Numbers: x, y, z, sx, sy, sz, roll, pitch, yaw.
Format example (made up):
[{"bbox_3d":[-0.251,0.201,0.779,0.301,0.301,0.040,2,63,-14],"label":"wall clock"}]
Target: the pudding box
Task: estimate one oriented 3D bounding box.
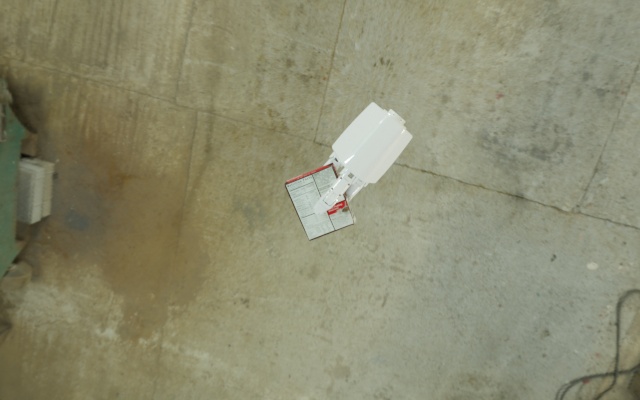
[{"bbox_3d":[0.000,0.003,0.824,0.090,0.113,0.039,-21,9,8],"label":"pudding box"}]
